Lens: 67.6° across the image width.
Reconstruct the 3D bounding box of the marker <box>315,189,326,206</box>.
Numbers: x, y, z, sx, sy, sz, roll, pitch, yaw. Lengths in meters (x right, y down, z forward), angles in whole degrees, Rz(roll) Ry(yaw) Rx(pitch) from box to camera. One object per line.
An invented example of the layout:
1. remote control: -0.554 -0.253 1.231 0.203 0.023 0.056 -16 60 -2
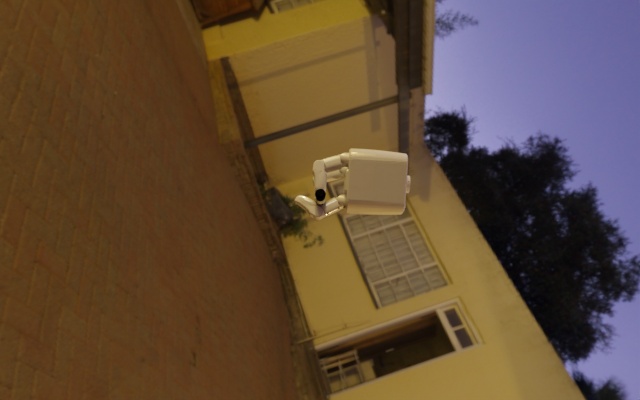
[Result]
1. marker: 0.000 0.003 0.867 0.020 0.020 0.121 0 -15 0
